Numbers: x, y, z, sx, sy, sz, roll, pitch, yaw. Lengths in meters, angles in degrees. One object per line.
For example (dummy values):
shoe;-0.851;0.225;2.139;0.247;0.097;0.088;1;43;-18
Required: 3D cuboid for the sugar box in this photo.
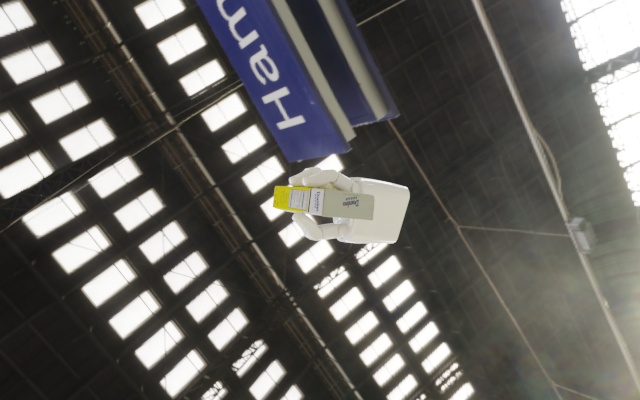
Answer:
sugar box;0.000;0.002;0.774;0.093;0.048;0.176;6;-3;-30
